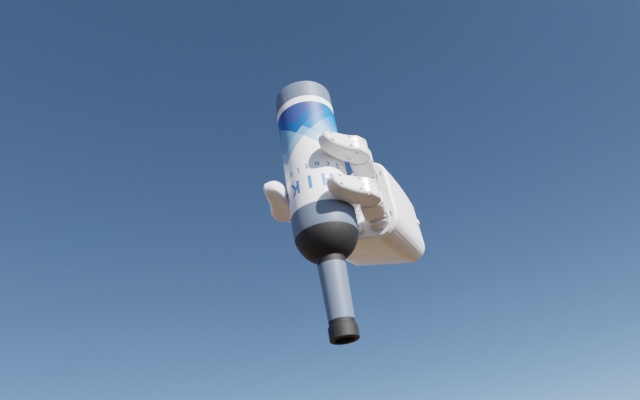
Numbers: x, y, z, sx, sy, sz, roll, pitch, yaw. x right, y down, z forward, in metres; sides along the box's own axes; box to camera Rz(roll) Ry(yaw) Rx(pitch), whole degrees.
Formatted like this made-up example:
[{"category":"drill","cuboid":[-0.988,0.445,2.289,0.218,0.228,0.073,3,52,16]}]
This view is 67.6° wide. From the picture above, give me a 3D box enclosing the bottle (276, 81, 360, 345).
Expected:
[{"category":"bottle","cuboid":[0.000,0.001,0.501,0.069,0.295,0.069,-7,-32,-5]}]
